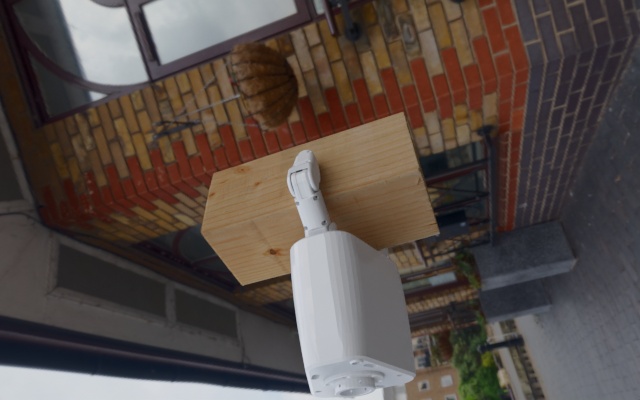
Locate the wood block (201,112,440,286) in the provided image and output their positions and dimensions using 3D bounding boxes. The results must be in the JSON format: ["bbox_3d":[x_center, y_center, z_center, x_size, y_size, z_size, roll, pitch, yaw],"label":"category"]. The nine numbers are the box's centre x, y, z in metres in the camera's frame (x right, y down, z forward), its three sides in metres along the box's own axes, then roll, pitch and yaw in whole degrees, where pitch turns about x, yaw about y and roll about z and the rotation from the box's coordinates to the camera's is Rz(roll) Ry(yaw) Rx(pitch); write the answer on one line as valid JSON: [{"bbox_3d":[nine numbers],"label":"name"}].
[{"bbox_3d":[0.000,0.002,0.473,0.206,0.091,0.090,-16,41,13],"label":"wood block"}]
